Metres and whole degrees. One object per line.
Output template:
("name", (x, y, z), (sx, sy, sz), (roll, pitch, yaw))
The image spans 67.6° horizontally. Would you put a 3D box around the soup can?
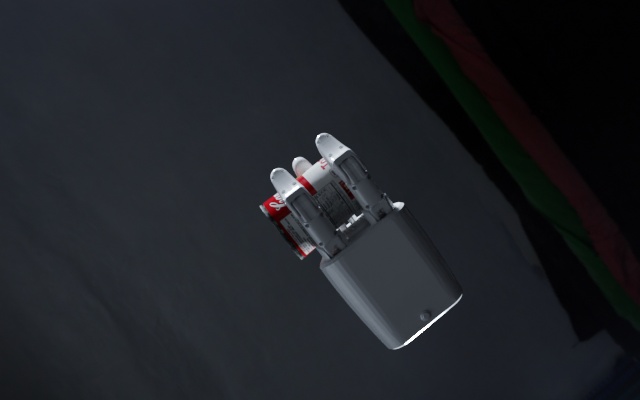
("soup can", (0.000, 0.001, 0.478), (0.102, 0.068, 0.068), (-38, 3, -4))
